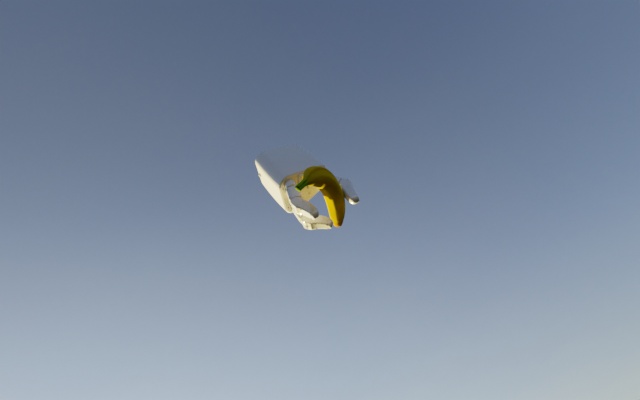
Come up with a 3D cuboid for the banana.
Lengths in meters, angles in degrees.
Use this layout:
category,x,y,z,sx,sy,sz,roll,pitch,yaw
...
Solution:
category,x,y,z,sx,sy,sz,roll,pitch,yaw
banana,0.009,-0.014,0.878,0.037,0.069,0.198,30,-7,33
